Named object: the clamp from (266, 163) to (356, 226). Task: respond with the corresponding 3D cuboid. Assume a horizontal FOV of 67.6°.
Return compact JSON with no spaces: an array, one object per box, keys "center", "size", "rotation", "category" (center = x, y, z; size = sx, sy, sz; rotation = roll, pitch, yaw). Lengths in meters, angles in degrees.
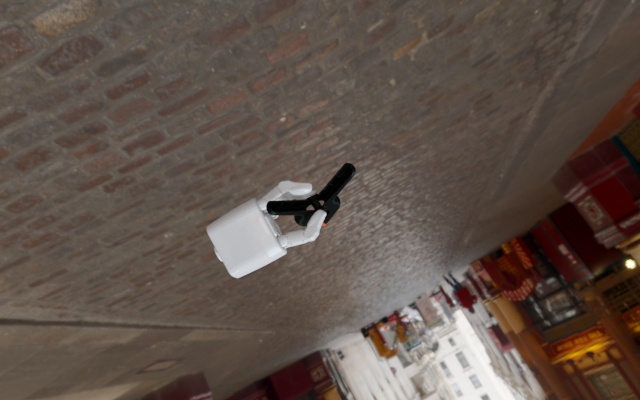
[{"center":[0.000,0.004,0.883],"size":[0.164,0.036,0.210],"rotation":[-28,-19,3],"category":"clamp"}]
